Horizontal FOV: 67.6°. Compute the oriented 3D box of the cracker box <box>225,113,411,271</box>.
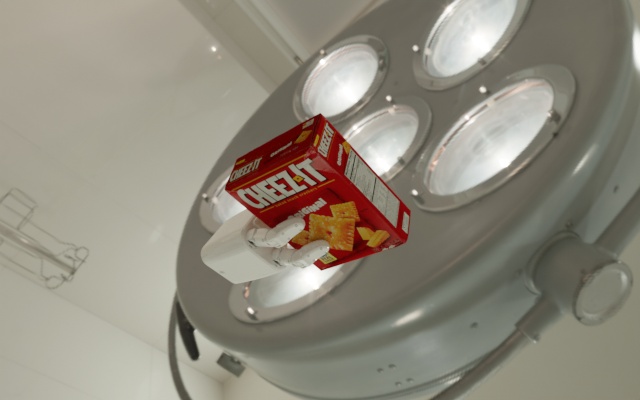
[{"bbox_3d":[0.000,0.002,0.672,0.164,0.072,0.214,-23,-52,35],"label":"cracker box"}]
